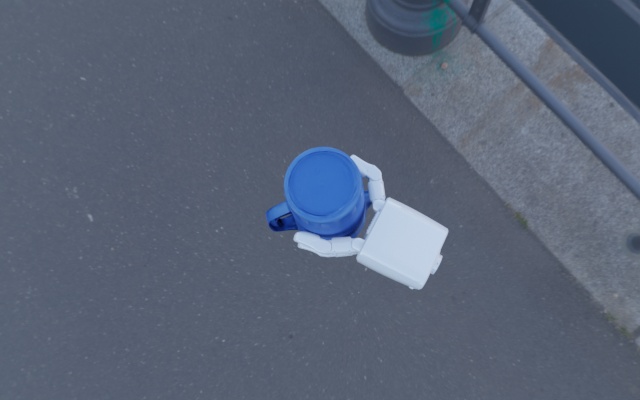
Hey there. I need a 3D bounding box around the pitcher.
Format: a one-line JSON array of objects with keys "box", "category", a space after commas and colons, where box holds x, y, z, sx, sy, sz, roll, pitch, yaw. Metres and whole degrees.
[{"box": [0.000, 0.003, 0.757, 0.145, 0.149, 0.243, 28, -7, 9], "category": "pitcher"}]
